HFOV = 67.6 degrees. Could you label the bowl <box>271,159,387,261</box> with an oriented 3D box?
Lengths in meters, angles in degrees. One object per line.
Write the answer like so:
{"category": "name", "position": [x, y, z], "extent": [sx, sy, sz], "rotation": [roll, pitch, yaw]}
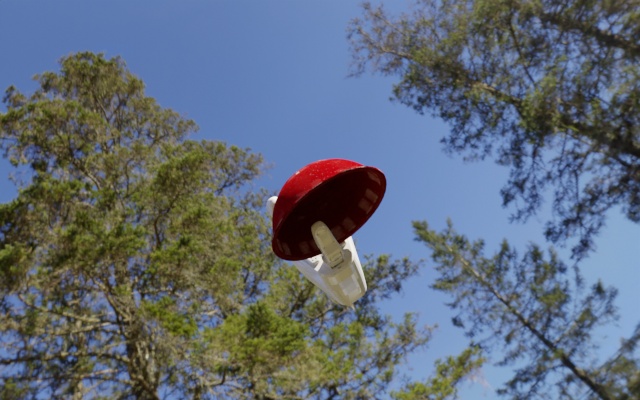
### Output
{"category": "bowl", "position": [0.000, 0.001, 0.583], "extent": [0.162, 0.055, 0.162], "rotation": [-27, -30, -17]}
